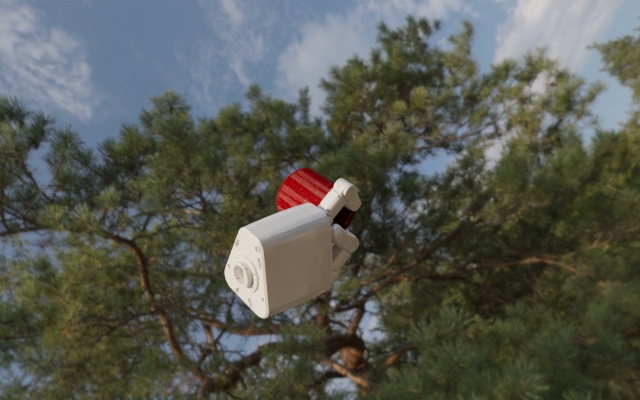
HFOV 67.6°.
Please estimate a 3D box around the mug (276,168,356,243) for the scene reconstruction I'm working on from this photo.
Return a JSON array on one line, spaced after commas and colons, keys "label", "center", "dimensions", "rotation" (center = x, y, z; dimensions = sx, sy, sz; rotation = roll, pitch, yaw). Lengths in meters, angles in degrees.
[{"label": "mug", "center": [0.001, 0.002, 0.689], "dimensions": [0.117, 0.093, 0.081], "rotation": [-19, 41, -41]}]
